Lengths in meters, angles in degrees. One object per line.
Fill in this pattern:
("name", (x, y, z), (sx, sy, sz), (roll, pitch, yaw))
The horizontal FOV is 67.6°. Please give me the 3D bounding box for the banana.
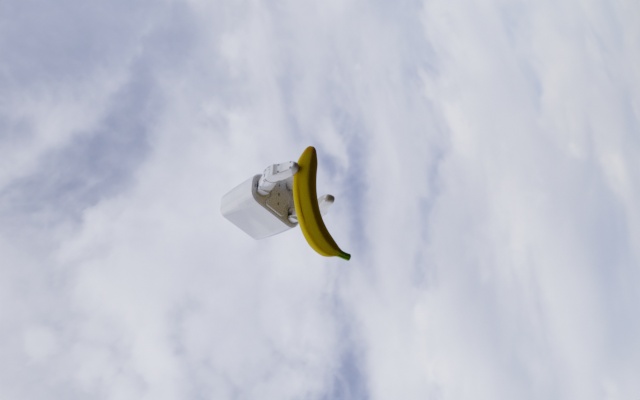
("banana", (-0.011, 0.007, 0.755), (0.037, 0.197, 0.069), (-24, -12, 40))
